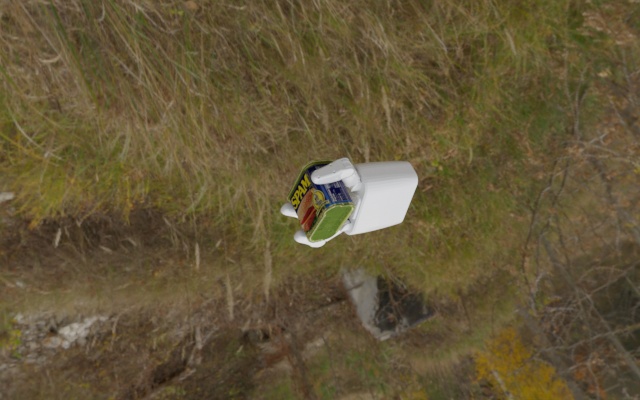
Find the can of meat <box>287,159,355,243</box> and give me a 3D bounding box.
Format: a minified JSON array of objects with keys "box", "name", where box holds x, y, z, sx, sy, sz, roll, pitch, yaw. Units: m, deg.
[{"box":[0.000,0.003,0.716,0.057,0.084,0.102,-7,-33,-31],"name":"can of meat"}]
